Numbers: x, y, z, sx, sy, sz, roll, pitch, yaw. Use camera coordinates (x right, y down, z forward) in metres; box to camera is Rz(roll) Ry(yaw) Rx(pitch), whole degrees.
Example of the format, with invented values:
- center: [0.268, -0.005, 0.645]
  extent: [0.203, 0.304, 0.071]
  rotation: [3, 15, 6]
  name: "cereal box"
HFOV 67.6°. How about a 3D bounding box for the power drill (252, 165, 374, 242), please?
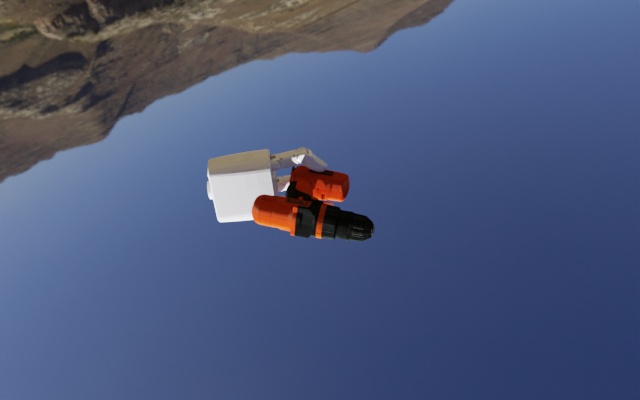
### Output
- center: [0.000, 0.002, 0.772]
  extent: [0.184, 0.057, 0.187]
  rotation: [12, 21, 5]
  name: "power drill"
